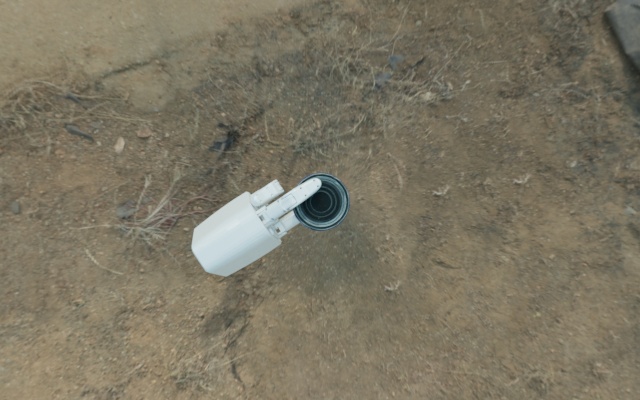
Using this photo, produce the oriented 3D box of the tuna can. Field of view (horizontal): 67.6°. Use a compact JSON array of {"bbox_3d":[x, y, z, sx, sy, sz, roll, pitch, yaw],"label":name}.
[{"bbox_3d":[0.000,0.002,0.706,0.086,0.086,0.034,0,-3,-3],"label":"tuna can"}]
